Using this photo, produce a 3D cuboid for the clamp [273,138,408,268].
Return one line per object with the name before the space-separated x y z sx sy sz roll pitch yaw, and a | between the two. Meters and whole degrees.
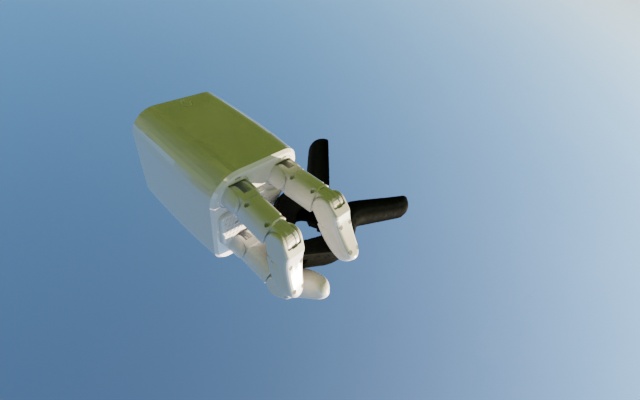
clamp | 0.000 0.002 0.453 0.120 0.039 0.171 39 41 18
